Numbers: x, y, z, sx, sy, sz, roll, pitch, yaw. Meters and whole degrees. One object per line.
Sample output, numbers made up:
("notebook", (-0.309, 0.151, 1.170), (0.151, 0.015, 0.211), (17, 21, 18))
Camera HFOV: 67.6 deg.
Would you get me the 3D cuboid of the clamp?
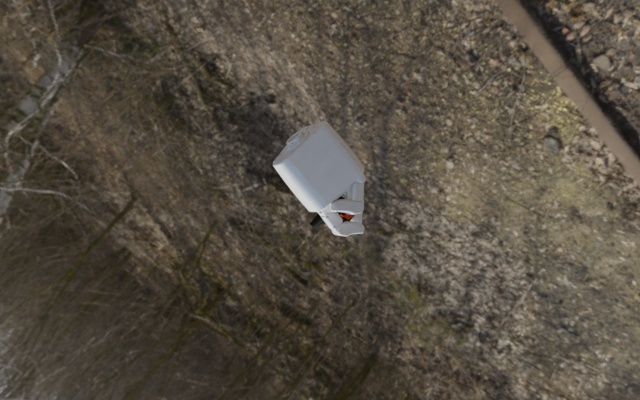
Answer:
("clamp", (0.000, 0.003, 0.880), (0.039, 0.120, 0.171), (-49, 23, -23))
